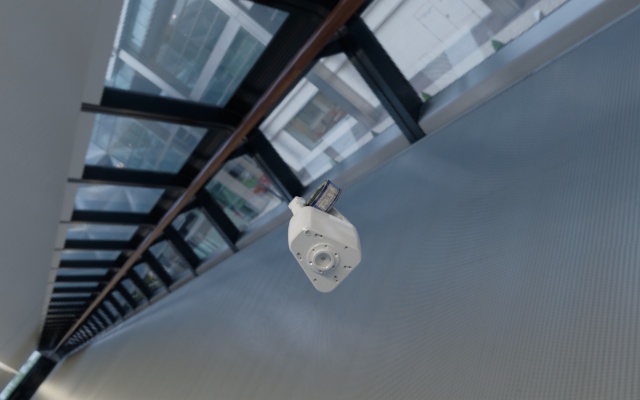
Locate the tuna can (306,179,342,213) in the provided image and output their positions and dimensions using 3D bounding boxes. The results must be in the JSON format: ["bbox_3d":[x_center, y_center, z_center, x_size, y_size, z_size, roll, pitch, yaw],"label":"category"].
[{"bbox_3d":[0.000,0.003,0.891,0.034,0.086,0.086,38,-6,-8],"label":"tuna can"}]
